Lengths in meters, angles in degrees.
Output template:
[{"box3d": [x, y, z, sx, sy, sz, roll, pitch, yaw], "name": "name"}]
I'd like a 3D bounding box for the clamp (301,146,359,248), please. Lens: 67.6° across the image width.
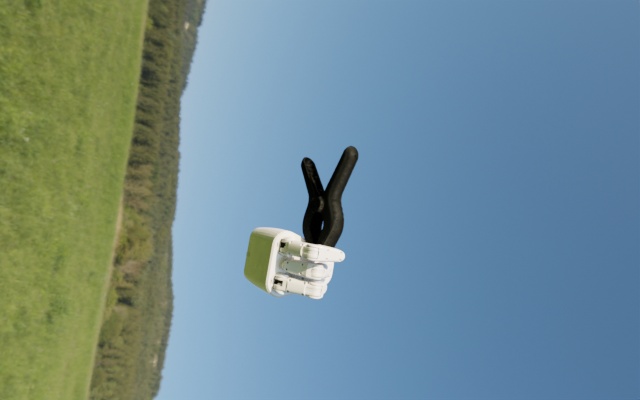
[{"box3d": [0.001, 0.003, 0.724, 0.039, 0.171, 0.120, 15, -5, -32], "name": "clamp"}]
